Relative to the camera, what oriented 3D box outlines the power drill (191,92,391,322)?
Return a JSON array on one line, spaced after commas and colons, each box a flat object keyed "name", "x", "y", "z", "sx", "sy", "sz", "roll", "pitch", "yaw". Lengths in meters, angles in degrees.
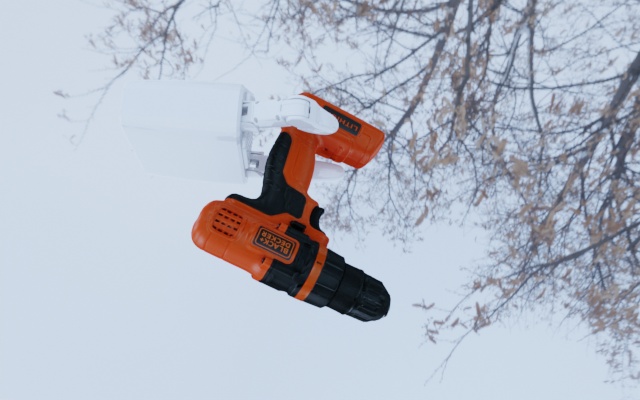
[{"name": "power drill", "x": 0.000, "y": 0.001, "z": 0.446, "sx": 0.184, "sy": 0.187, "sz": 0.057, "roll": 27, "pitch": -32, "yaw": -9}]
